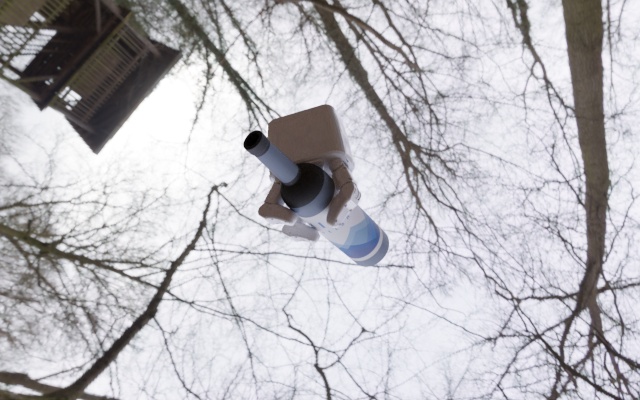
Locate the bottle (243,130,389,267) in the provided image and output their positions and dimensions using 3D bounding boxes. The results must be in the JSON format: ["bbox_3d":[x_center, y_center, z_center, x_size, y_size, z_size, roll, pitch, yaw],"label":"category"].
[{"bbox_3d":[0.000,0.002,0.642,0.069,0.069,0.296,0,-29,37],"label":"bottle"}]
